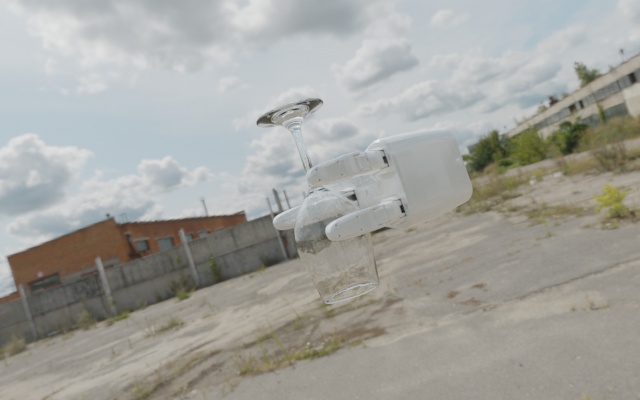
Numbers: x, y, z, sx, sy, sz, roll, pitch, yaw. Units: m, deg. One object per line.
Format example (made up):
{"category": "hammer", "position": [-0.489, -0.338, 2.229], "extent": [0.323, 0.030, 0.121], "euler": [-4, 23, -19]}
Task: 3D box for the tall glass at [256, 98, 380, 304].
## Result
{"category": "tall glass", "position": [0.000, 0.001, 0.496], "extent": [0.079, 0.201, 0.079], "euler": [-19, -3, -1]}
